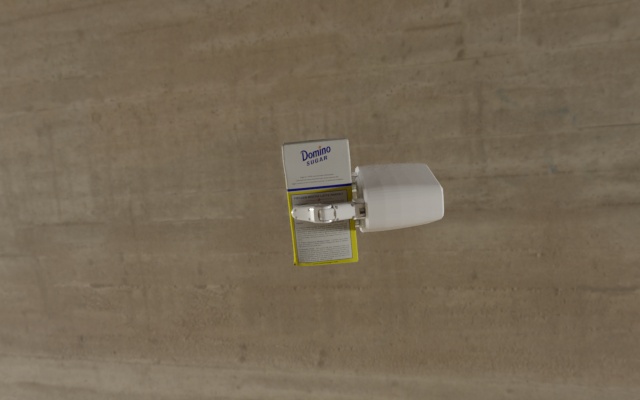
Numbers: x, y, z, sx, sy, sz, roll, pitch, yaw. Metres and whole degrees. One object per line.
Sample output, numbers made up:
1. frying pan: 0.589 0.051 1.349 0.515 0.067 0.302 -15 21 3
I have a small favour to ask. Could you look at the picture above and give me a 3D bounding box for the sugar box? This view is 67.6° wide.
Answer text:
1. sugar box: 0.000 0.002 0.680 0.093 0.176 0.048 -5 9 0
